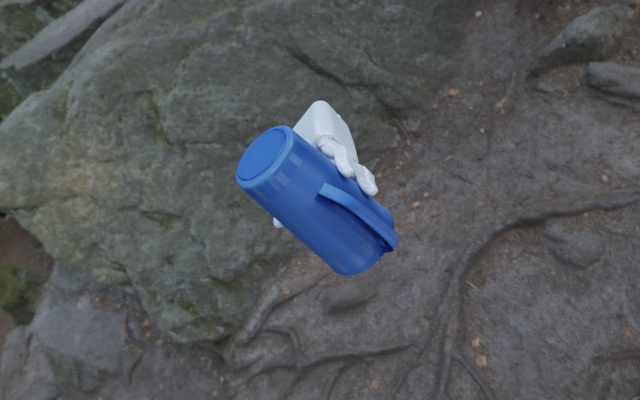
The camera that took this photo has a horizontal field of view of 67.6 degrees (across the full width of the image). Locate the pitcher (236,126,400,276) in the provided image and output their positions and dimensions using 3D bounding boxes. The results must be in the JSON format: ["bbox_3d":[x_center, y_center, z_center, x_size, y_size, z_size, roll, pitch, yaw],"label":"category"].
[{"bbox_3d":[0.000,0.002,0.712,0.149,0.145,0.243,-32,-52,23],"label":"pitcher"}]
